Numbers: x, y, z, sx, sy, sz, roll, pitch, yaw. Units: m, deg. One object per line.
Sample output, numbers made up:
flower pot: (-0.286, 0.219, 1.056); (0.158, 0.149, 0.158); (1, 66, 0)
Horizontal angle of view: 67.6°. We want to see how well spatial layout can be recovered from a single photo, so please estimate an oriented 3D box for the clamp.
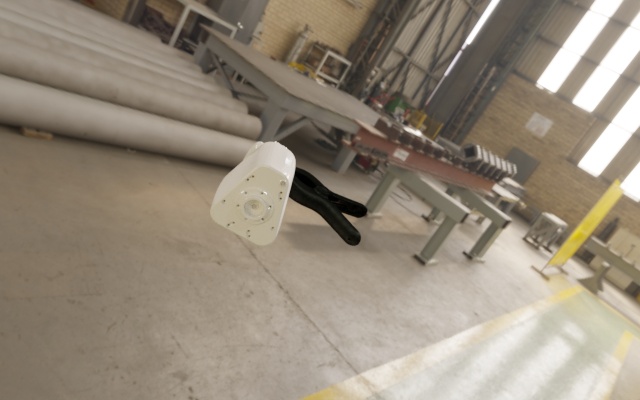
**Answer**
clamp: (0.000, 0.002, 0.723); (0.171, 0.039, 0.120); (29, 19, -11)
